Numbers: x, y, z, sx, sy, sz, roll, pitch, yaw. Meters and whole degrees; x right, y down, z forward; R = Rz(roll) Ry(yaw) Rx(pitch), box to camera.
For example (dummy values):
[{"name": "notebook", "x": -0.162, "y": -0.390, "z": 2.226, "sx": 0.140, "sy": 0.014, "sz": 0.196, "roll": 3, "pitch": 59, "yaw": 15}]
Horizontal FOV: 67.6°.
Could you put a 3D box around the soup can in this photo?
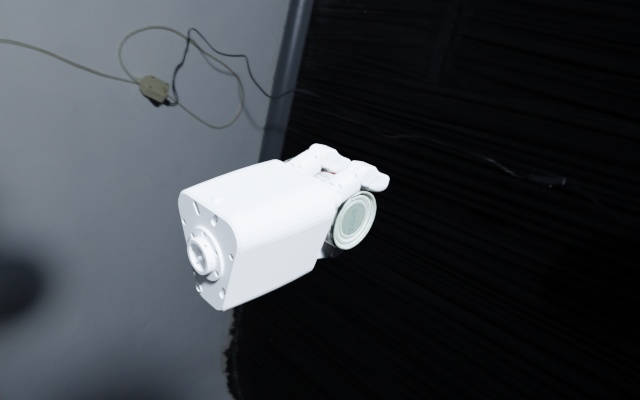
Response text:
[{"name": "soup can", "x": 0.001, "y": 0.002, "z": 0.515, "sx": 0.102, "sy": 0.068, "sz": 0.068, "roll": 28, "pitch": 18, "yaw": 37}]
